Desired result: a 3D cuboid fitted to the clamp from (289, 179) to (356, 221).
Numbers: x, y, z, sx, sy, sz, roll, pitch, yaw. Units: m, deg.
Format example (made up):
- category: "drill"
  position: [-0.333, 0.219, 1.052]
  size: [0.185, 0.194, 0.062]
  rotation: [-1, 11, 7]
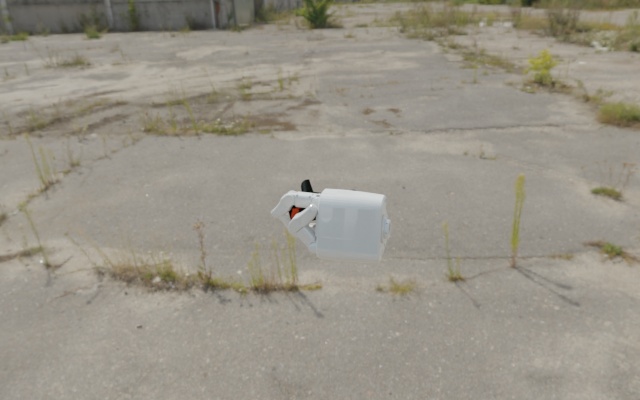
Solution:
- category: "clamp"
  position: [0.000, 0.002, 0.889]
  size: [0.120, 0.039, 0.171]
  rotation: [5, 24, 15]
